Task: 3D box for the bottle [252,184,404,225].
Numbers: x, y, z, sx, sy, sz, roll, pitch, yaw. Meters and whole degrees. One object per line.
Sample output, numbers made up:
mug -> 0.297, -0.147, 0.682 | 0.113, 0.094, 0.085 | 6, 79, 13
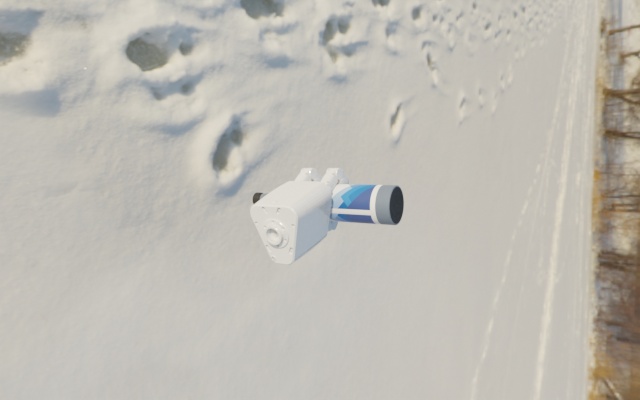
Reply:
bottle -> 0.000, 0.003, 0.865 | 0.295, 0.069, 0.069 | 2, 1, 31
